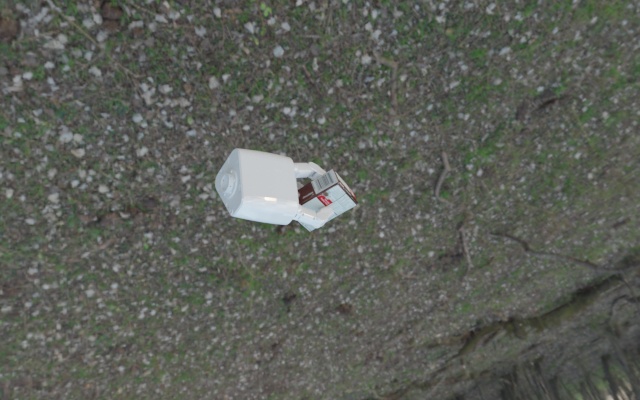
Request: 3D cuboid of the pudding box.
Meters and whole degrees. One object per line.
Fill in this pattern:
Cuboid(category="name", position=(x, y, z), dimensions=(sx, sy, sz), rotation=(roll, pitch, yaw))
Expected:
Cuboid(category="pudding box", position=(0.000, 0.003, 0.878), dimensions=(0.113, 0.039, 0.090), rotation=(-29, -36, 13))
